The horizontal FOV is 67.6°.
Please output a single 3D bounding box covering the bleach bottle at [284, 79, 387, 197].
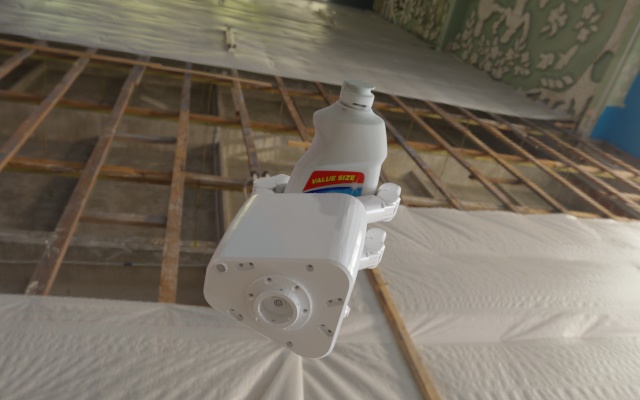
[{"bbox_3d":[0.000,0.002,0.485,0.102,0.251,0.068,15,26,3],"label":"bleach bottle"}]
